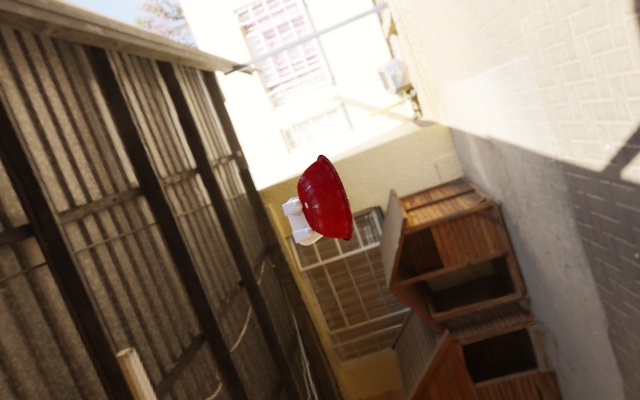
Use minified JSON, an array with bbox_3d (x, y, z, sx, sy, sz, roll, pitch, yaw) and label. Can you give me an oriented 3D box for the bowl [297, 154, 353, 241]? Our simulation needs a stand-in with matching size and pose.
[{"bbox_3d":[0.000,0.002,0.839,0.055,0.162,0.162,-18,4,-14],"label":"bowl"}]
